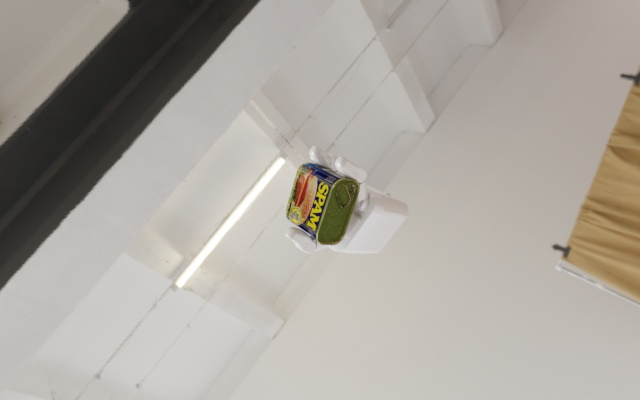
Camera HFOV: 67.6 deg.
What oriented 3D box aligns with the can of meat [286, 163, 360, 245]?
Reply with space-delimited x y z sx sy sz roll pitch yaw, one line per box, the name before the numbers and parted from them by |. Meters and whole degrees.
can of meat | 0.000 0.002 0.707 0.057 0.102 0.084 4 19 -45
